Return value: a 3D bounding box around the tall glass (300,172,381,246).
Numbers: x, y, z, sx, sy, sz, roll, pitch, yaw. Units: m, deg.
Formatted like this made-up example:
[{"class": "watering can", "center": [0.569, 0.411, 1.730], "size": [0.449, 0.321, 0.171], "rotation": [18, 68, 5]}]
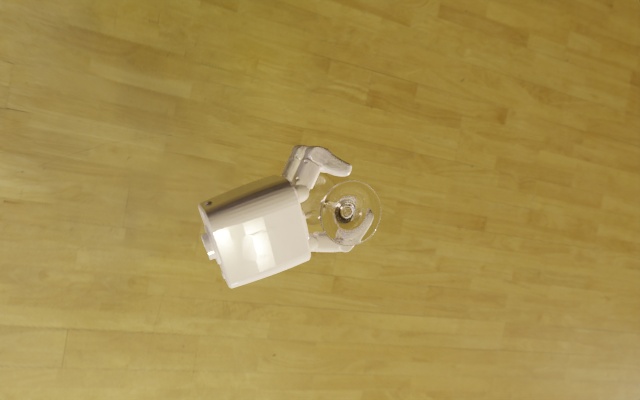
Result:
[{"class": "tall glass", "center": [0.000, 0.002, 0.621], "size": [0.079, 0.079, 0.201], "rotation": [0, 7, -20]}]
